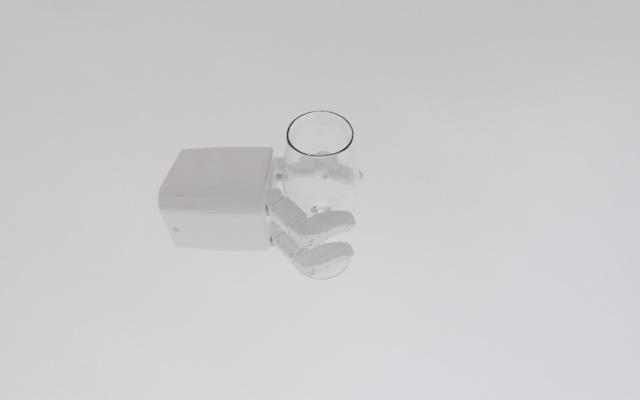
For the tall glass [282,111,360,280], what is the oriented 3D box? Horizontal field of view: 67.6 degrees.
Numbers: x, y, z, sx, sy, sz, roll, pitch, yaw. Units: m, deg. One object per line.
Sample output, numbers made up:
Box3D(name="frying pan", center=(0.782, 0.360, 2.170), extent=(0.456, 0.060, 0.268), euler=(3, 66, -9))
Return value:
Box3D(name="tall glass", center=(0.000, 0.002, 0.509), extent=(0.079, 0.079, 0.201), euler=(0, -39, 0))
